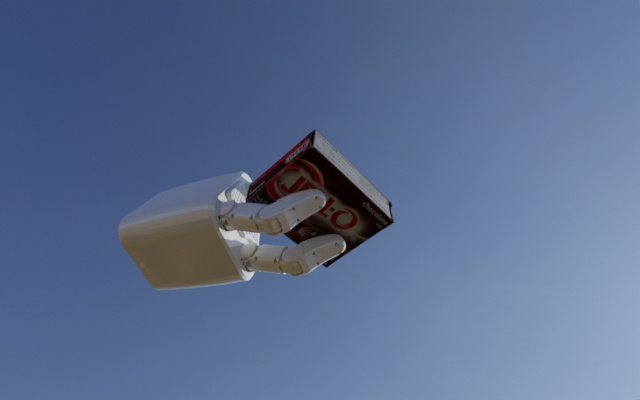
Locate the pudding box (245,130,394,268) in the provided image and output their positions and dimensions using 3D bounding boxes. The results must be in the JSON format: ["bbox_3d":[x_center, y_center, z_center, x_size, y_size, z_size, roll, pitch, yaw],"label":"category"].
[{"bbox_3d":[0.000,0.001,0.455,0.113,0.039,0.090,40,-59,-23],"label":"pudding box"}]
